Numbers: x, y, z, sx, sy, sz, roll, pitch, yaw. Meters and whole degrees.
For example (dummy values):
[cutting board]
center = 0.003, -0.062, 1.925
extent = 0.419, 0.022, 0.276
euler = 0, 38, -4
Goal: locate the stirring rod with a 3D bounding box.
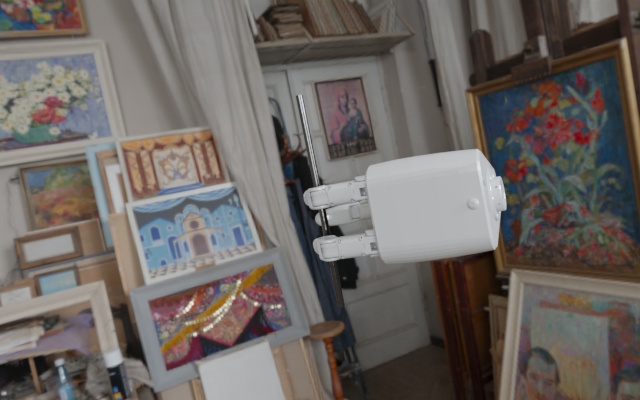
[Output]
[stirring rod]
center = 0.000, 0.002, 0.534
extent = 0.011, 0.239, 0.011
euler = -11, 3, 1
